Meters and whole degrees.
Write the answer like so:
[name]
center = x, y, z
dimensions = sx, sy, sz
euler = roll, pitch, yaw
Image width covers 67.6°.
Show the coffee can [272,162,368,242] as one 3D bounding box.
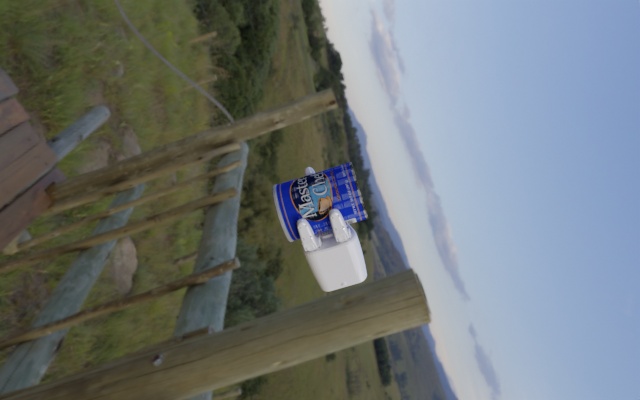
[coffee can]
center = 0.000, 0.003, 0.820
dimensions = 0.140, 0.103, 0.103
euler = -17, -1, 4
